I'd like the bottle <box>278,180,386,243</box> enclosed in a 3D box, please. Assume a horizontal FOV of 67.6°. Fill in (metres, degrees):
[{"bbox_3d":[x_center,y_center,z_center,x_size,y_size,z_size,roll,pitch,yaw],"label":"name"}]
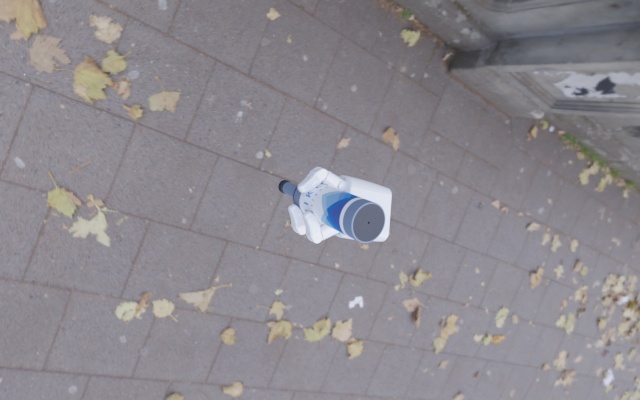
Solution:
[{"bbox_3d":[0.000,0.003,0.866,0.069,0.069,0.295,0,13,-32],"label":"bottle"}]
